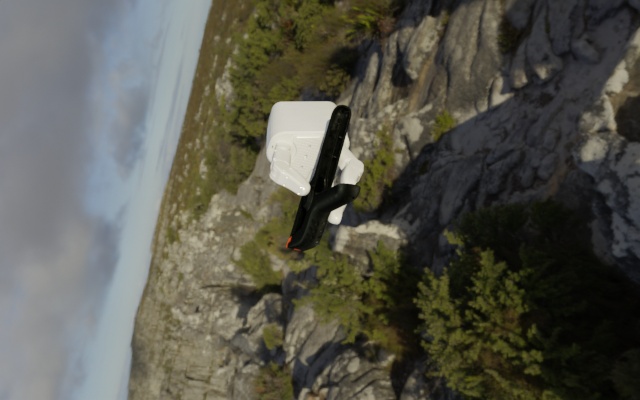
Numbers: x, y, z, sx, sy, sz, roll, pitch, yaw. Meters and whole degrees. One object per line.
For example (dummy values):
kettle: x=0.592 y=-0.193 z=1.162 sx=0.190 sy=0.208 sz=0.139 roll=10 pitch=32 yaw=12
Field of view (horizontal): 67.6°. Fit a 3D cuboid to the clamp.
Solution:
clamp: x=-0.001 y=0.002 z=0.615 sx=0.036 sy=0.210 sz=0.164 roll=15 pitch=35 yaw=-14
